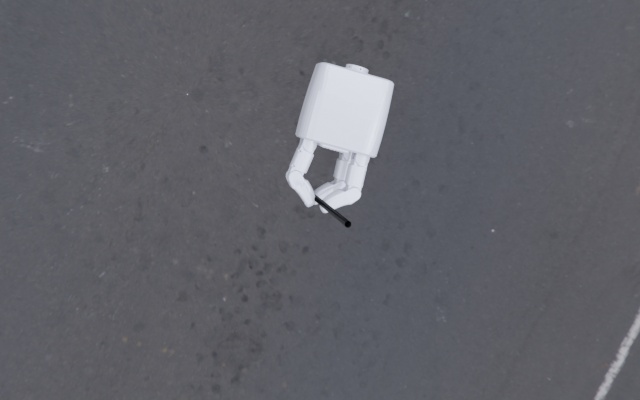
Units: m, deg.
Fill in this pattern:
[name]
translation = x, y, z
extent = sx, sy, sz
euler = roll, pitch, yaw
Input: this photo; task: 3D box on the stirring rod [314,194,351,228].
[stirring rod]
translation = 0.000, 0.002, 0.661
extent = 0.011, 0.011, 0.239
euler = 0, 12, -16
